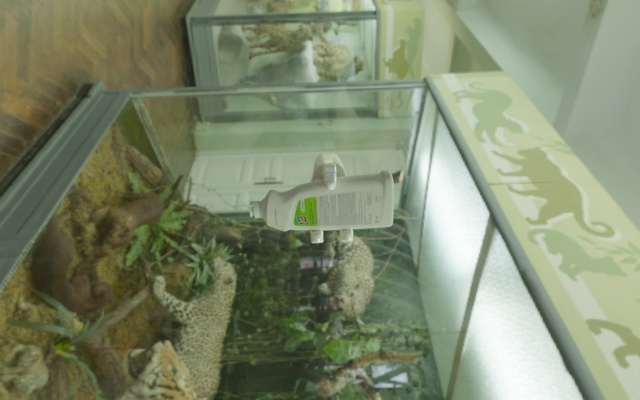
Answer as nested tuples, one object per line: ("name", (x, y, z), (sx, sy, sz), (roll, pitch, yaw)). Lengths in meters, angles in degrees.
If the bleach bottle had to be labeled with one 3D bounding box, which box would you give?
("bleach bottle", (0.000, 0.003, 0.849), (0.251, 0.102, 0.068), (-2, 18, 0))
